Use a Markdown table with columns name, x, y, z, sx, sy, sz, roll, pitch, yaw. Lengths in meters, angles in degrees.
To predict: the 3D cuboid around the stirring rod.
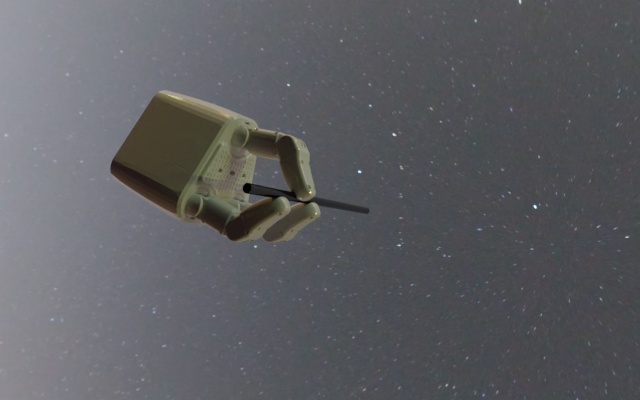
| name | x | y | z | sx | sy | sz | roll | pitch | yaw |
| --- | --- | --- | --- | --- | --- | --- | --- | --- | --- |
| stirring rod | 0.000 | 0.001 | 0.459 | 0.011 | 0.011 | 0.239 | 0 | -5 | 27 |
